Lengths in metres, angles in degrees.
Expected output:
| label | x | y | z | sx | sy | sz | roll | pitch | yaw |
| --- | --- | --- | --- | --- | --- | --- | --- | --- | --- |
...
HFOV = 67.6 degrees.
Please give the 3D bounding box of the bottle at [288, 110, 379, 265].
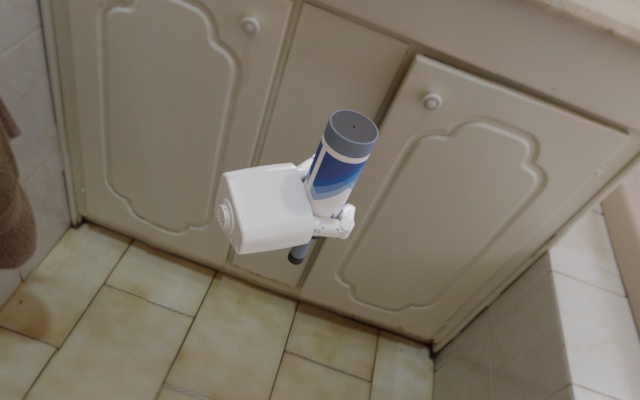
| label | x | y | z | sx | sy | sz | roll | pitch | yaw |
| --- | --- | --- | --- | --- | --- | --- | --- | --- | --- |
| bottle | 0.000 | 0.002 | 0.706 | 0.069 | 0.069 | 0.296 | 0 | -41 | -23 |
